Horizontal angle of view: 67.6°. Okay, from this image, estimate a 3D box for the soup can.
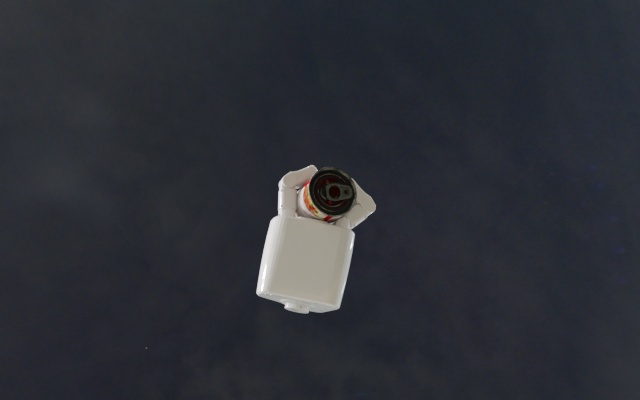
[{"bbox_3d":[0.000,0.002,0.669,0.068,0.068,0.102,0,-16,-20],"label":"soup can"}]
